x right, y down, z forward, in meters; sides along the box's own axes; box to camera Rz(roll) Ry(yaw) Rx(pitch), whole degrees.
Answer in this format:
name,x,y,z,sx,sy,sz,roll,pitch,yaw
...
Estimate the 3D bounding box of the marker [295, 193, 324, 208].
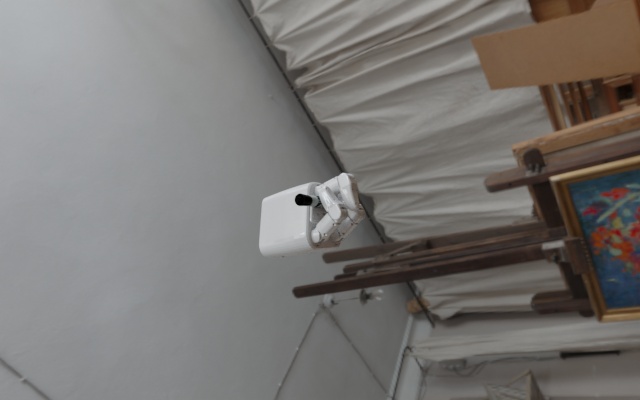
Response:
name,x,y,z,sx,sy,sz,roll,pitch,yaw
marker,0.000,0.002,0.747,0.020,0.020,0.121,0,-3,35
